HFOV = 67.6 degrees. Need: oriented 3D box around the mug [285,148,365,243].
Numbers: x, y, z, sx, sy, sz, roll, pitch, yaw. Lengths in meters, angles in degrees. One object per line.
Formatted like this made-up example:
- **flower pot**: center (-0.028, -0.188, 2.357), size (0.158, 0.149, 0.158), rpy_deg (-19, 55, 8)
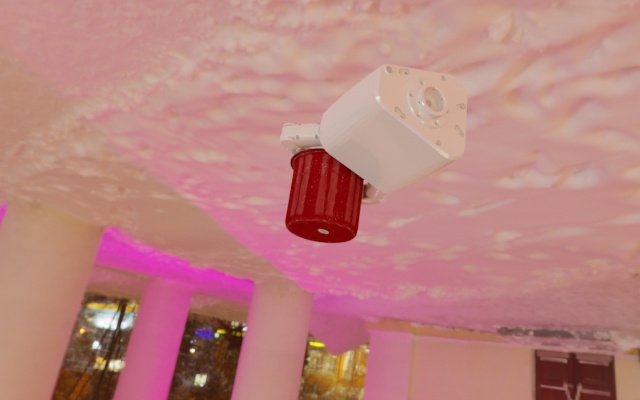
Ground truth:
- **mug**: center (-0.001, 0.002, 0.551), size (0.093, 0.081, 0.117), rpy_deg (18, -24, -22)
